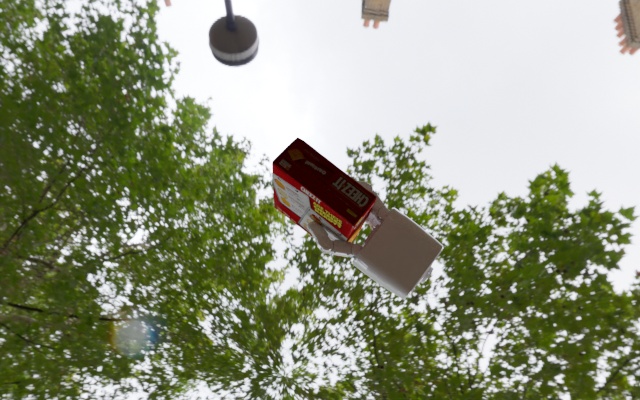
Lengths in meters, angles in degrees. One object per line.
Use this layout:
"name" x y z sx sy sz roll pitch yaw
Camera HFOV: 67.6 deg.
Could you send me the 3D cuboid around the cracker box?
"cracker box" 0.000 0.003 0.831 0.164 0.072 0.214 37 -18 9
